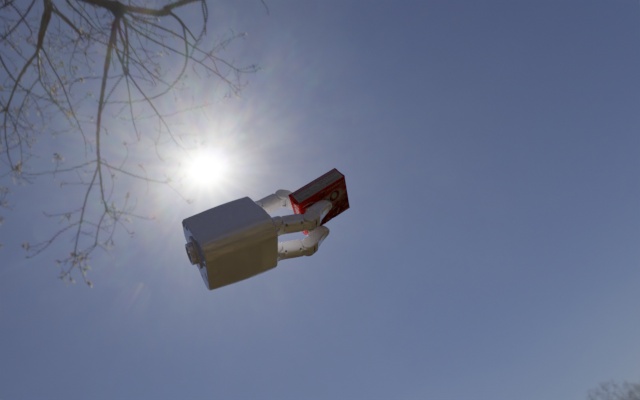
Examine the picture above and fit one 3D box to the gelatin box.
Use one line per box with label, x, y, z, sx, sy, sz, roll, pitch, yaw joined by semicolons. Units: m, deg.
gelatin box;0.000;0.002;0.740;0.089;0.073;0.030;-32;49;-17
